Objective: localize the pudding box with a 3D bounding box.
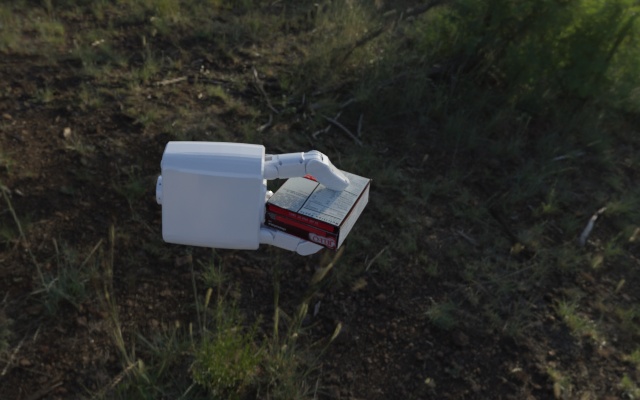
[{"bbox_3d":[0.000,0.002,0.555,0.090,0.039,0.113,20,39,15],"label":"pudding box"}]
